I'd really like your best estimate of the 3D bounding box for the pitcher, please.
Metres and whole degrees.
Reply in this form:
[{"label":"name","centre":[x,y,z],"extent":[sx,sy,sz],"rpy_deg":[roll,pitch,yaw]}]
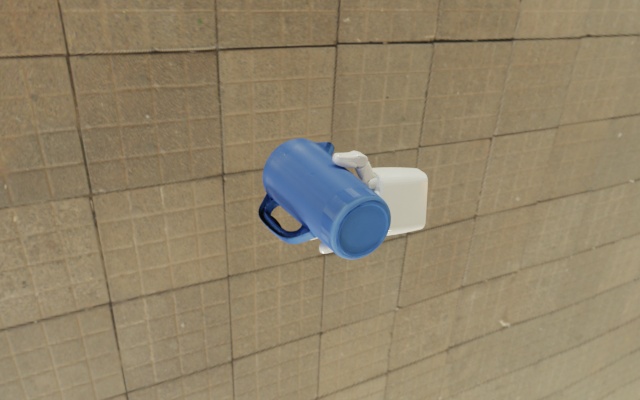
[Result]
[{"label":"pitcher","centre":[0.000,0.003,0.796],"extent":[0.145,0.149,0.242],"rpy_deg":[-3,26,-29]}]
